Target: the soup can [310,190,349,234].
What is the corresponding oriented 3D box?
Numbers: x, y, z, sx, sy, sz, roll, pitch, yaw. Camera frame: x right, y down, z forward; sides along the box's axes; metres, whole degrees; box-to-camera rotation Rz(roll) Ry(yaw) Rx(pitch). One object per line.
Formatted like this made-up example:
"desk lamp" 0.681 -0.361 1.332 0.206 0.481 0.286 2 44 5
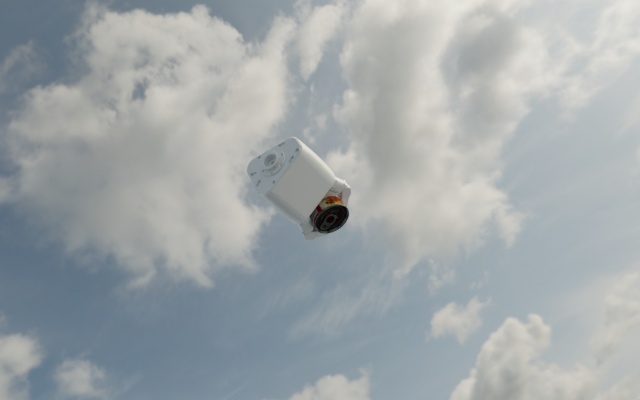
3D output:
"soup can" 0.000 0.003 0.884 0.068 0.068 0.102 0 38 -32
